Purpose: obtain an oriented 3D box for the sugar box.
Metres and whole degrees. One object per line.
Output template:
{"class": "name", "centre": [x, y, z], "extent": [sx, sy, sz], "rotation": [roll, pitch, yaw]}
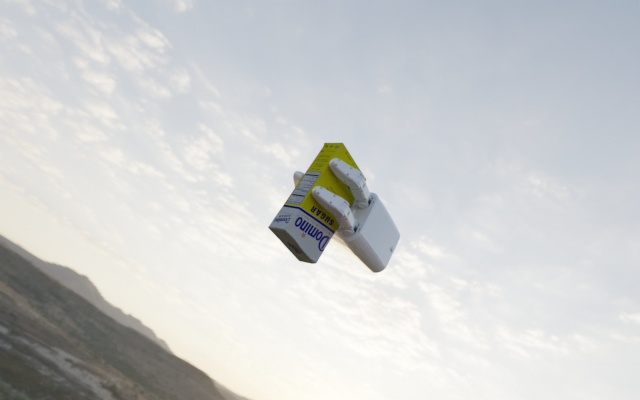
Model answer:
{"class": "sugar box", "centre": [0.001, 0.002, 0.748], "extent": [0.048, 0.176, 0.093], "rotation": [5, -35, 42]}
